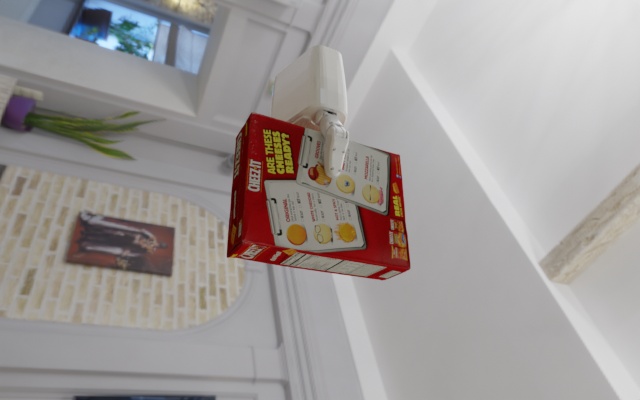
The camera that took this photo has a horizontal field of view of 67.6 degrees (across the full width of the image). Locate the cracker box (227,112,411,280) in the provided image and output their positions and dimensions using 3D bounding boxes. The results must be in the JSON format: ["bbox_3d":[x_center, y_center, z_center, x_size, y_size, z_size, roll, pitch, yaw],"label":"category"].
[{"bbox_3d":[0.000,0.002,0.588,0.214,0.164,0.072,12,-29,-24],"label":"cracker box"}]
